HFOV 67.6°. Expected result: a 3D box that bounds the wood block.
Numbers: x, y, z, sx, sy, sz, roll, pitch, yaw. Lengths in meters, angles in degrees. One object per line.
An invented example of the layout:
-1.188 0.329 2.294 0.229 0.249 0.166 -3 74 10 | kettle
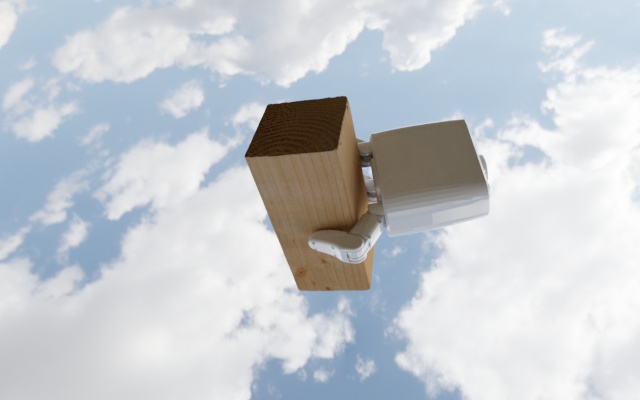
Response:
0.000 0.002 0.523 0.090 0.206 0.090 -3 43 15 | wood block
